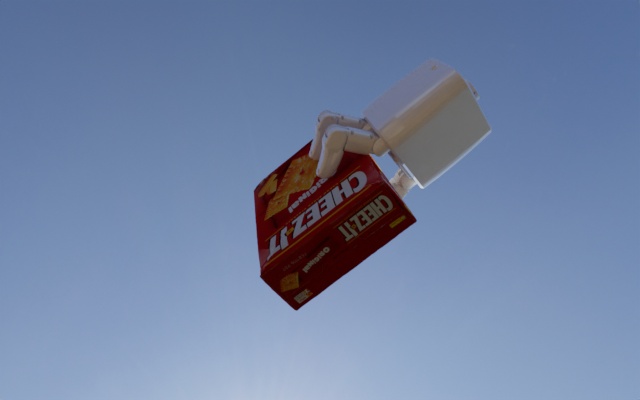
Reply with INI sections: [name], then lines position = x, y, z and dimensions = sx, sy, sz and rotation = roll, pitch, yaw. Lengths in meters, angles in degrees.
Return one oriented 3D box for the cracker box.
[cracker box]
position = 0.000, 0.002, 0.577
dimensions = 0.164, 0.072, 0.213
rotation = -39, 26, 10
